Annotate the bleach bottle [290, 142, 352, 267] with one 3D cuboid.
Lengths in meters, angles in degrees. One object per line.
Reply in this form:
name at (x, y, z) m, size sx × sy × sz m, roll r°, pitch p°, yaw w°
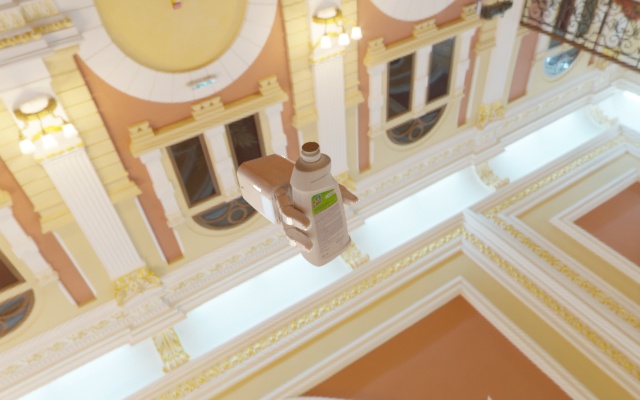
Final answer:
bleach bottle at (0.000, 0.003, 0.839) m, size 0.102 × 0.251 × 0.068 m, roll -35°, pitch 50°, yaw -28°
